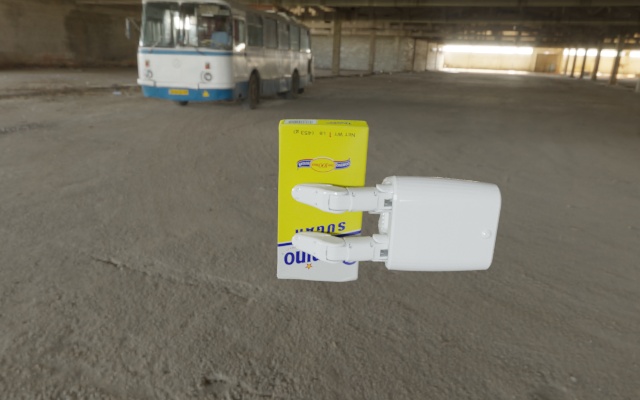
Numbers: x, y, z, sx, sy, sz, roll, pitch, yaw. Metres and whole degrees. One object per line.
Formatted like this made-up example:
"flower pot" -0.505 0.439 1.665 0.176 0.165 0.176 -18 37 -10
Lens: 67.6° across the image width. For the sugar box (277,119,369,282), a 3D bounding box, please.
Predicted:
"sugar box" 0.000 0.002 0.521 0.093 0.176 0.048 2 17 0
